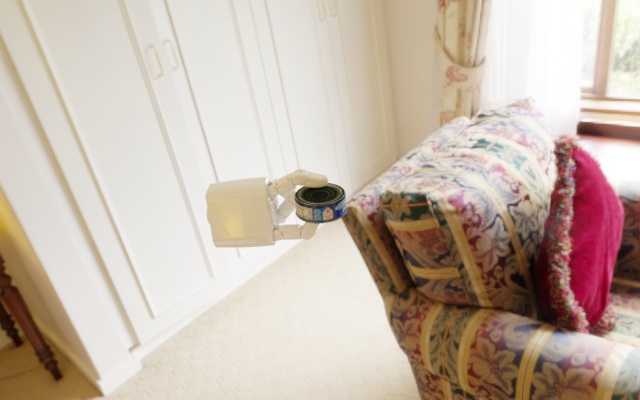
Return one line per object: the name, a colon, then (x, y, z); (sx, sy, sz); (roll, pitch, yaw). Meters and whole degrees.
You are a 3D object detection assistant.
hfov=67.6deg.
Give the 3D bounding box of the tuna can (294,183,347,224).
tuna can: (0.000, 0.002, 0.783); (0.086, 0.034, 0.086); (-3, 28, 2)
